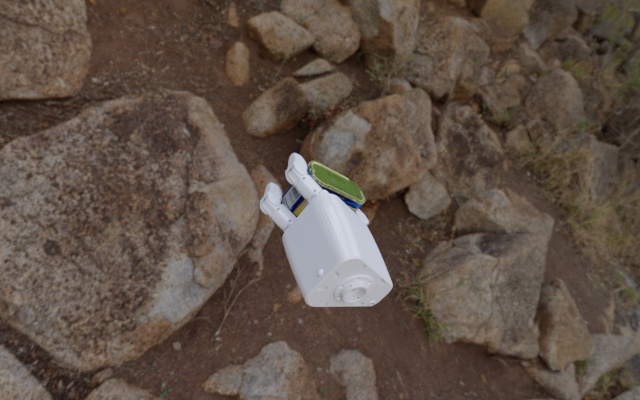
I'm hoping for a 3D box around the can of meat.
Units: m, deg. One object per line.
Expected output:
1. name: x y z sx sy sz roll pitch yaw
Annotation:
1. can of meat: 0.000 0.002 0.673 0.102 0.084 0.057 24 29 -34
